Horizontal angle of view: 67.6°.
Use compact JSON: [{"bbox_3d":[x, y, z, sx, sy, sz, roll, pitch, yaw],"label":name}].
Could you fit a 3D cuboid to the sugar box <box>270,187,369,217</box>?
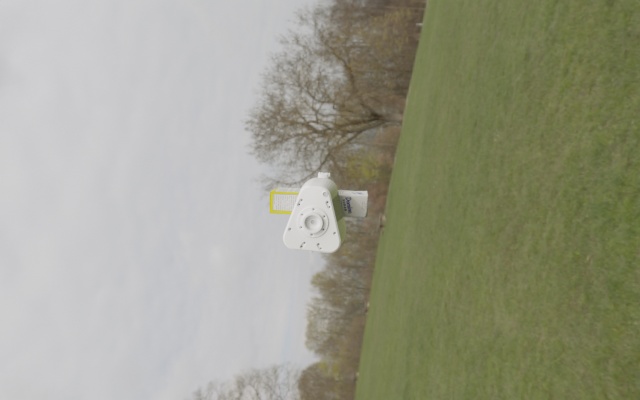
[{"bbox_3d":[0.000,0.003,0.888,0.176,0.048,0.093,5,7,5],"label":"sugar box"}]
